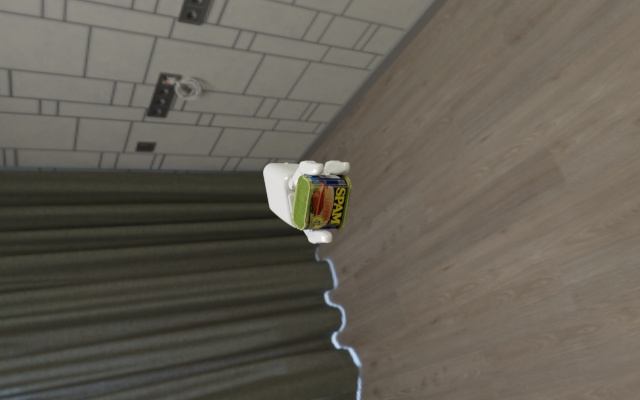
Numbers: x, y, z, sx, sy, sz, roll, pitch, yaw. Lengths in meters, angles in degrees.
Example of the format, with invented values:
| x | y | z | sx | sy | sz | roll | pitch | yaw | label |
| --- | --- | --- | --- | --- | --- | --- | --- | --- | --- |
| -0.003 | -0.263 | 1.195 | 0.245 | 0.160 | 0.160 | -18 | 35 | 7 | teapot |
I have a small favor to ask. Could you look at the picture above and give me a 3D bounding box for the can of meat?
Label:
| x | y | z | sx | sy | sz | roll | pitch | yaw | label |
| --- | --- | --- | --- | --- | --- | --- | --- | --- | --- |
| 0.000 | 0.003 | 0.855 | 0.084 | 0.102 | 0.057 | -1 | 19 | -30 | can of meat |
